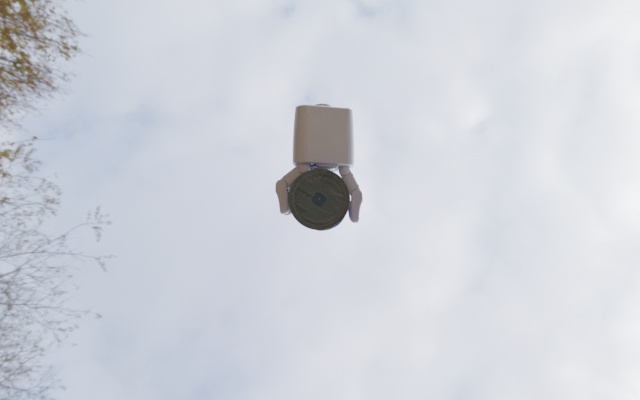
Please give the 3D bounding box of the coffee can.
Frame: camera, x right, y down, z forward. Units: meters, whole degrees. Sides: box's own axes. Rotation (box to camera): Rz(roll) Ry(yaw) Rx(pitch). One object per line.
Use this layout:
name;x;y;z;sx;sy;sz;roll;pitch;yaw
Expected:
coffee can;0.000;0.003;0.857;0.103;0.103;0.140;0;-4;2
